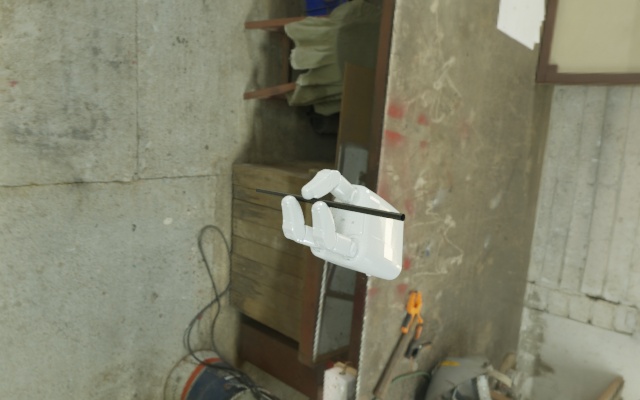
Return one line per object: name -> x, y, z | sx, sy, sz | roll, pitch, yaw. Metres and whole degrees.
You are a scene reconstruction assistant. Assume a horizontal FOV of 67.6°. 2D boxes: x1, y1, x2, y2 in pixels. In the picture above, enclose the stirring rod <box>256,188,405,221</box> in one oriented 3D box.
stirring rod -> 0.000, 0.002, 0.583 | 0.239, 0.011, 0.011 | 10, 7, 43
